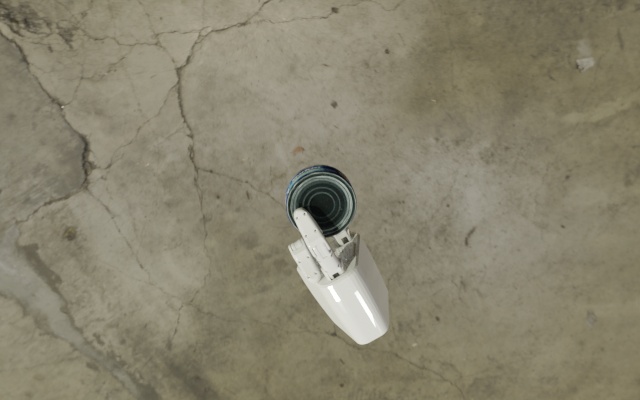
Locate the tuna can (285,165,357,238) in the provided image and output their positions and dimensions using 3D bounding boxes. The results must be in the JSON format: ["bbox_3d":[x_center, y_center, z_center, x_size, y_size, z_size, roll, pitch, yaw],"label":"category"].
[{"bbox_3d":[0.000,0.002,0.577,0.086,0.086,0.033,0,17,-5],"label":"tuna can"}]
